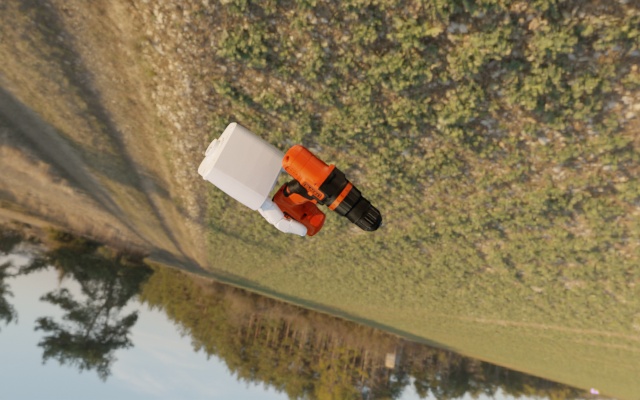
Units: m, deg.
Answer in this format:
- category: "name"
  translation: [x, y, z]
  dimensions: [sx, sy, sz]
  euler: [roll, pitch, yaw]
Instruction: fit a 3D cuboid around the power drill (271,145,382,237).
- category: "power drill"
  translation: [0.000, 0.003, 0.802]
  dimensions: [0.184, 0.057, 0.188]
  euler: [41, -26, -3]
